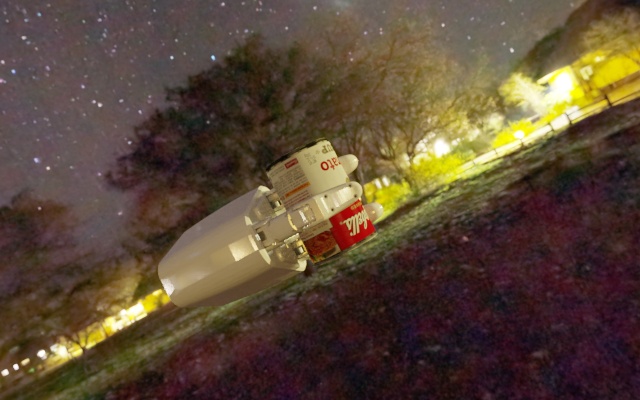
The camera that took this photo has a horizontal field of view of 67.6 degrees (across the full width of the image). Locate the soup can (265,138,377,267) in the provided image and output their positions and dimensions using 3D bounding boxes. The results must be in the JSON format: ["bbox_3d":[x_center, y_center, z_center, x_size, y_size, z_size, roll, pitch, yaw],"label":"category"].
[{"bbox_3d":[0.000,0.001,0.448,0.068,0.102,0.068,-27,-1,-1],"label":"soup can"}]
